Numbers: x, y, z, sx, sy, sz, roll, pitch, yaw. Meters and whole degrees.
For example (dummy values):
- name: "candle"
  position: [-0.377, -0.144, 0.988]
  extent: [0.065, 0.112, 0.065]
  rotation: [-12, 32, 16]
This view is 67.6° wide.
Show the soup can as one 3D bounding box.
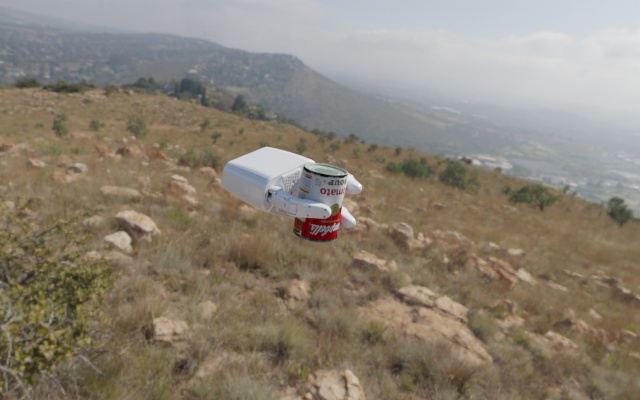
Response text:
- name: "soup can"
  position: [0.000, 0.002, 0.703]
  extent: [0.068, 0.102, 0.068]
  rotation: [9, 16, -3]
